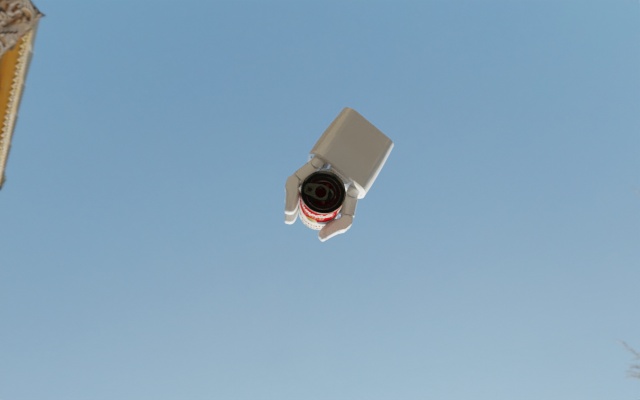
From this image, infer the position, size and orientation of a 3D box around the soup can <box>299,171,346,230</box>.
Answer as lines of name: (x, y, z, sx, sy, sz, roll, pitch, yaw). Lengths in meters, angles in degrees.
soup can: (0.000, 0.003, 0.754, 0.068, 0.068, 0.102, 0, -18, -5)
